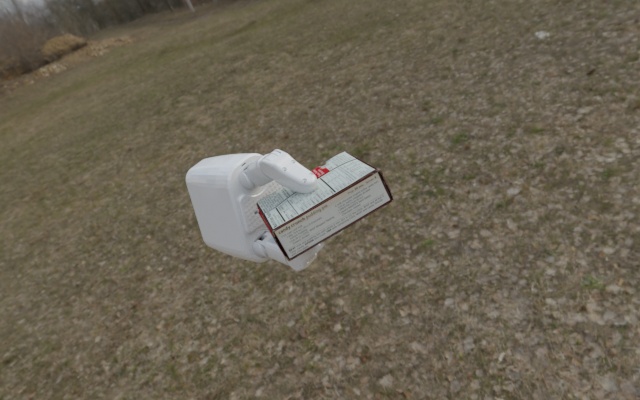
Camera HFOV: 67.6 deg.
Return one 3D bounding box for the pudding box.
[{"bbox_3d":[0.000,0.001,0.456,0.113,0.039,0.090,-31,23,-6],"label":"pudding box"}]
